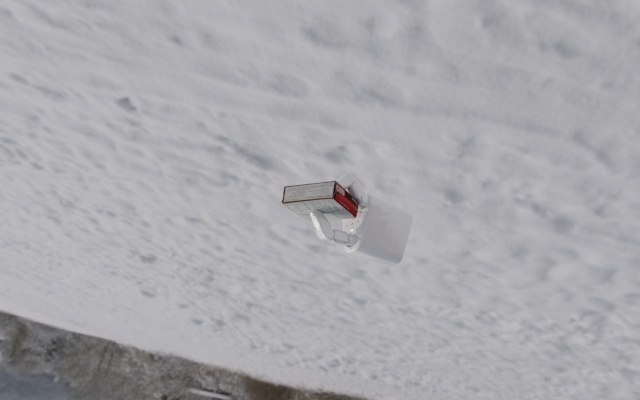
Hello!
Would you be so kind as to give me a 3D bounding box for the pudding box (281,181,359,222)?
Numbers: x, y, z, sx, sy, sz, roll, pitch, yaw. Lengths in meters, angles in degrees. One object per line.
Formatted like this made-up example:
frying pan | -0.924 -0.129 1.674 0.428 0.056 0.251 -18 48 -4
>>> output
pudding box | 0.000 0.003 0.869 0.113 0.039 0.090 -7 -29 31
